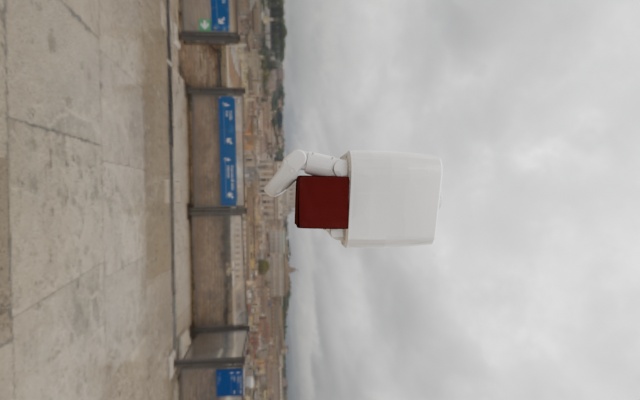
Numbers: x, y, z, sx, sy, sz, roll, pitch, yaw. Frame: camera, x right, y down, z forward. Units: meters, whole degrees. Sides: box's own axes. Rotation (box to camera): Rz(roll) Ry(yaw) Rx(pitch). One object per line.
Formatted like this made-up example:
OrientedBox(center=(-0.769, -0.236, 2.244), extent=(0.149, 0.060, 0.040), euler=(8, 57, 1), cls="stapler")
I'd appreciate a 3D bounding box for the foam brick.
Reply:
OrientedBox(center=(0.000, 0.002, 0.498), extent=(0.051, 0.053, 0.078), euler=(2, 0, -5), cls="foam brick")
